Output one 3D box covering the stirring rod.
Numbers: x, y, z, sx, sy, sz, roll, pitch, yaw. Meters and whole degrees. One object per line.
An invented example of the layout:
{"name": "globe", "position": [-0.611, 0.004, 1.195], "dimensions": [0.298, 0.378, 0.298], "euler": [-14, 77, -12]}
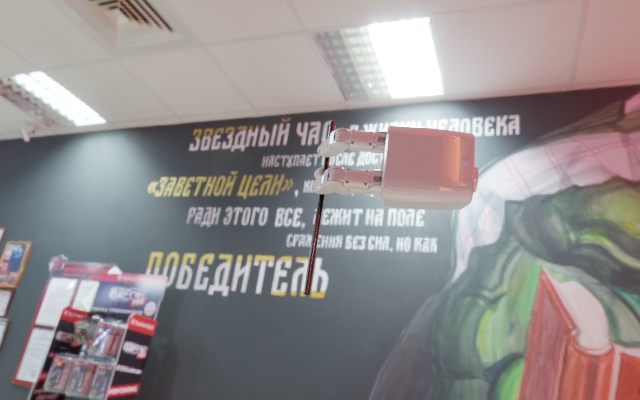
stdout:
{"name": "stirring rod", "position": [0.000, 0.002, 0.617], "dimensions": [0.011, 0.239, 0.011], "euler": [8, -22, 3]}
